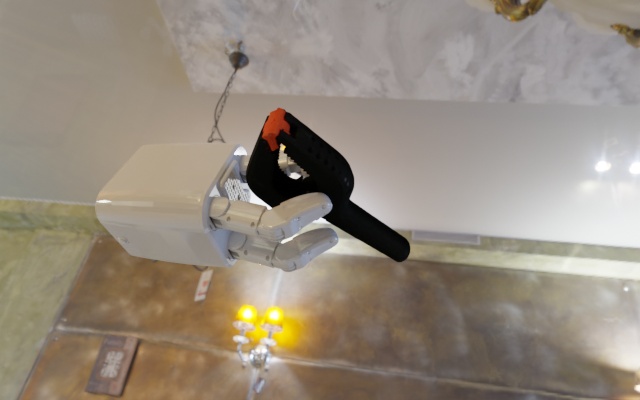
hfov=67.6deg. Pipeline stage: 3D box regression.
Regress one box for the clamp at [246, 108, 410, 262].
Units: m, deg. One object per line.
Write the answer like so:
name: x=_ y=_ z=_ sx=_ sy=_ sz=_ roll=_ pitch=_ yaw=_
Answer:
clamp: x=0.000 y=0.000 z=0.437 sx=0.164 sy=0.036 sz=0.210 roll=3 pitch=-34 yaw=11
